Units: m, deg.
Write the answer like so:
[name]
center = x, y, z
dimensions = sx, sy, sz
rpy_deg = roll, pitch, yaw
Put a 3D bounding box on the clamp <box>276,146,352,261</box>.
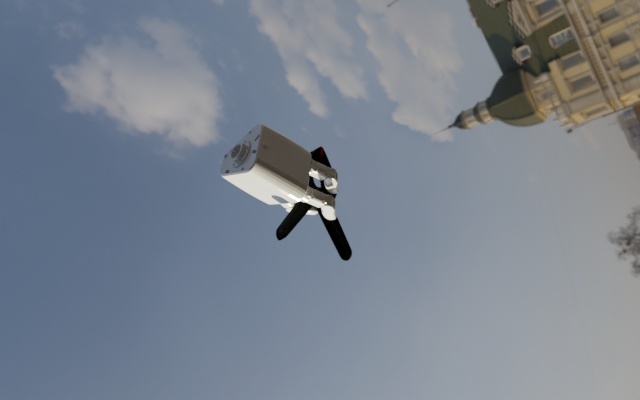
[clamp]
center = -0.001, 0.003, 0.863
dimensions = 0.164, 0.209, 0.036
rpy_deg = 29, -37, -34
